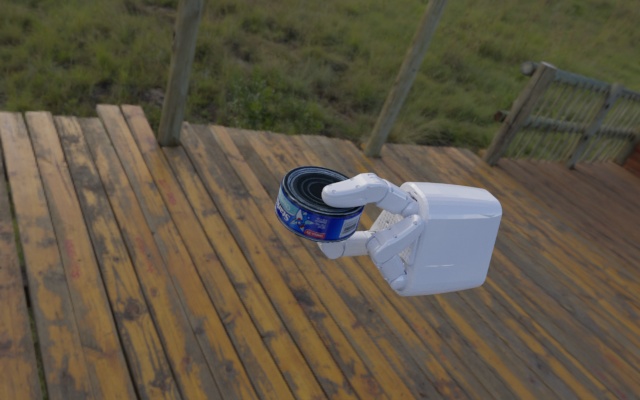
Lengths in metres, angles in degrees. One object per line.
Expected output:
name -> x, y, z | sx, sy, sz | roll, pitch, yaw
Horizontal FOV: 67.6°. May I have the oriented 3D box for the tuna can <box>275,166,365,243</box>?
tuna can -> 0.000, 0.001, 0.471 | 0.086, 0.034, 0.086 | 11, 34, -8
